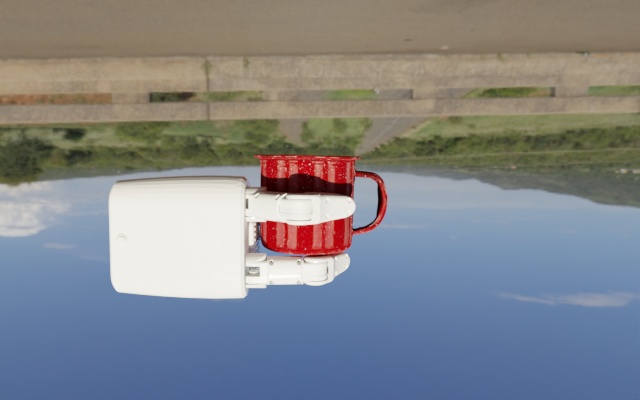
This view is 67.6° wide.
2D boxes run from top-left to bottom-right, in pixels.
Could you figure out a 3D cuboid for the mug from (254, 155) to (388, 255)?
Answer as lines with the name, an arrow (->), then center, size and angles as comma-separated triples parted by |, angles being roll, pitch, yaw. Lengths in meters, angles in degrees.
mug -> 0.002, 0.002, 0.421 | 0.117, 0.081, 0.093 | 1, 5, 1
